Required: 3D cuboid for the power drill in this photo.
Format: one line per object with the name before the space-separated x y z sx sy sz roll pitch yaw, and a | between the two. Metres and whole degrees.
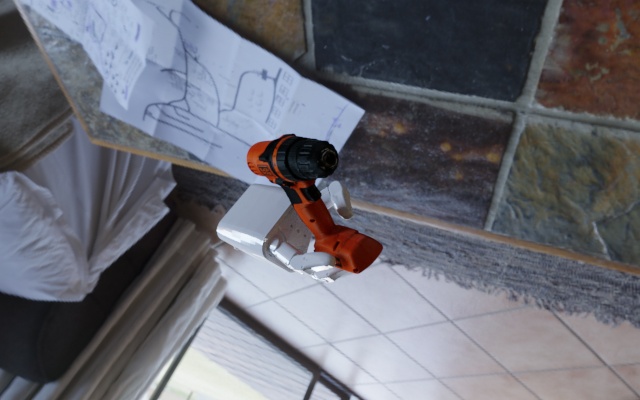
power drill | 0.000 0.002 0.583 0.057 0.188 0.184 -41 23 -19
